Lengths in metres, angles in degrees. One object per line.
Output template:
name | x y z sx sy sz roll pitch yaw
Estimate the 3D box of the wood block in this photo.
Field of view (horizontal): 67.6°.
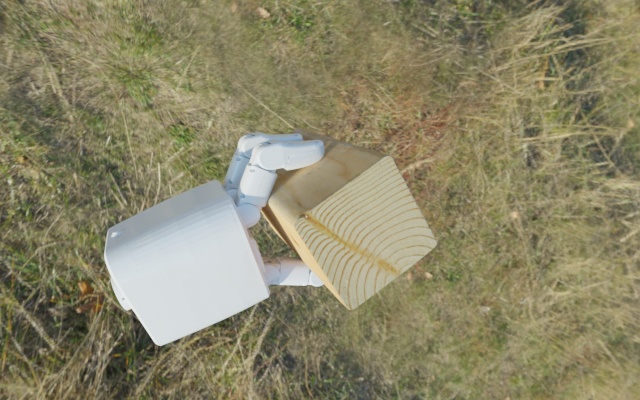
wood block | 0.000 0.002 0.444 0.090 0.091 0.206 -36 24 -9
